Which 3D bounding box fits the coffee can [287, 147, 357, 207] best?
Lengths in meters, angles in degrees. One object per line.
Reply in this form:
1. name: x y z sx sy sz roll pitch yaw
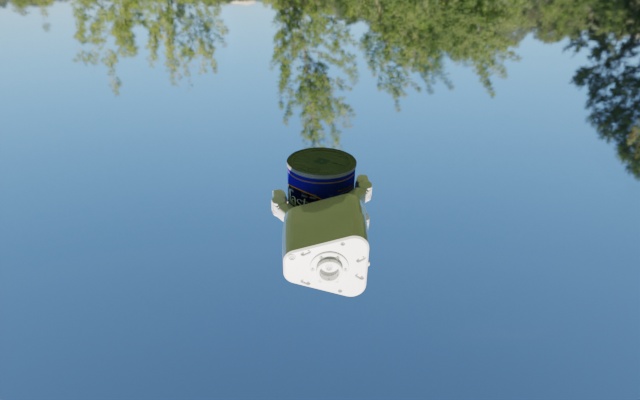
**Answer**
1. coffee can: 0.000 0.002 0.731 0.103 0.140 0.102 1 28 -1
